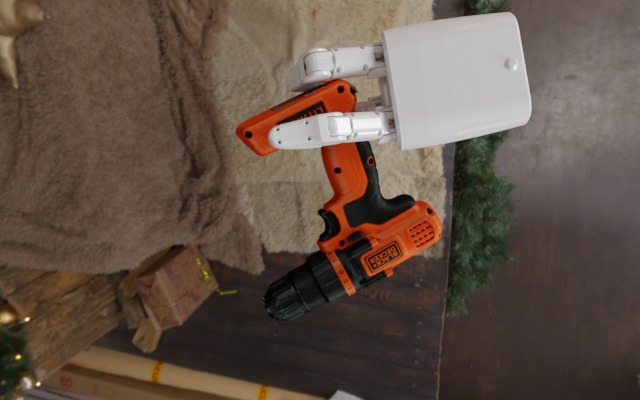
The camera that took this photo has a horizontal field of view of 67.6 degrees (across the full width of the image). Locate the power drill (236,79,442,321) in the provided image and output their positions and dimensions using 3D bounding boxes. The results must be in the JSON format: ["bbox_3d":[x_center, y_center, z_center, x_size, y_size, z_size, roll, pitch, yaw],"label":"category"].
[{"bbox_3d":[0.000,0.001,0.433,0.184,0.188,0.057,-29,19,-6],"label":"power drill"}]
